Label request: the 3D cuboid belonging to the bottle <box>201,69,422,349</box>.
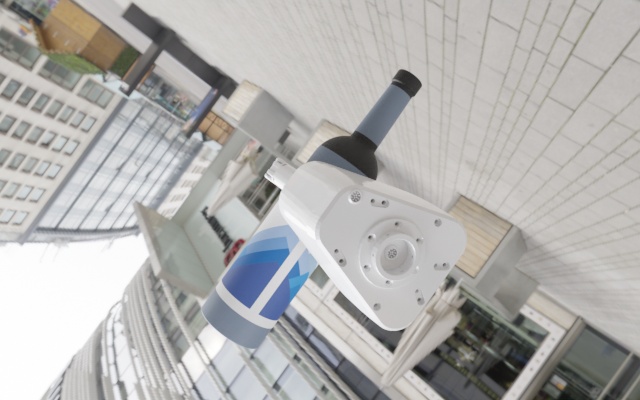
[{"bbox_3d":[0.000,0.002,0.457,0.069,0.295,0.069,36,0,0],"label":"bottle"}]
